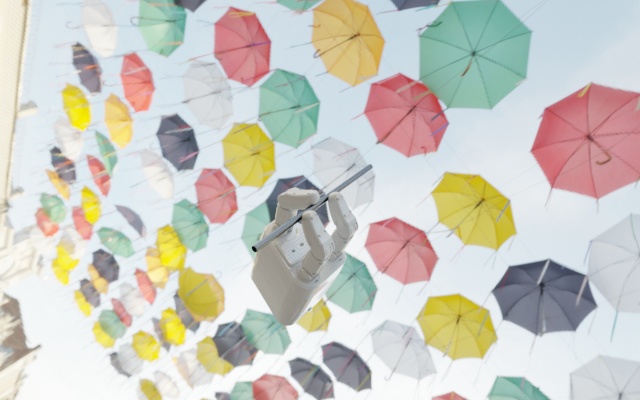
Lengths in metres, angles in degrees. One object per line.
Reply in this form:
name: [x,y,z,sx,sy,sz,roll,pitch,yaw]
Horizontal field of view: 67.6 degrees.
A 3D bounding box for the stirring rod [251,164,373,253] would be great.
stirring rod: [0.000,0.002,0.592,0.011,0.011,0.239,0,25,40]
